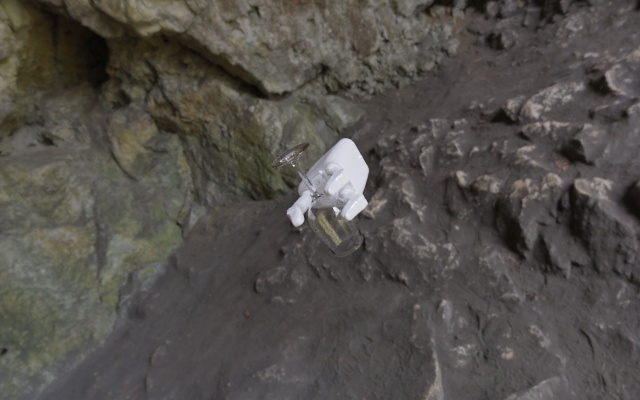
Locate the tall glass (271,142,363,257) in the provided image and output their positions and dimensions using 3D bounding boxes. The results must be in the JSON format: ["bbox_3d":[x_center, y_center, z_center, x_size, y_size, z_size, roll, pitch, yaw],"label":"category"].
[{"bbox_3d":[0.000,0.002,0.826,0.079,0.201,0.079,-28,20,11],"label":"tall glass"}]
